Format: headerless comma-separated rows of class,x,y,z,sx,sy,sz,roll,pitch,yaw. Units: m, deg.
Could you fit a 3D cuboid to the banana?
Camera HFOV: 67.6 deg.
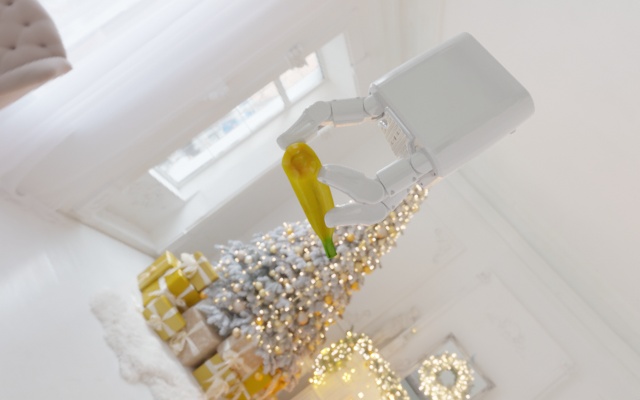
banana,-0.007,-0.011,0.483,0.037,0.069,0.198,-28,-31,-3
